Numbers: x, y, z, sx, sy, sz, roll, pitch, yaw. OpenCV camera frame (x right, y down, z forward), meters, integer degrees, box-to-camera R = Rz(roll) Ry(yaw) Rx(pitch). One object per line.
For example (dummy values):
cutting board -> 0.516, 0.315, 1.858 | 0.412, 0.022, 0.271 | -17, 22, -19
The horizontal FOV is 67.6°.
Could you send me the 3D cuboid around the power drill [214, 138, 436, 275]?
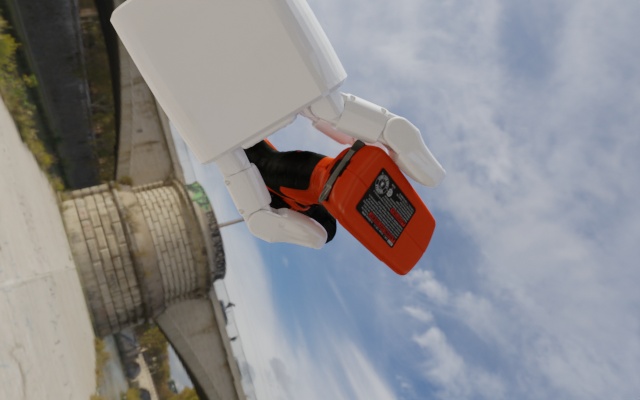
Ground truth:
power drill -> 0.000, 0.001, 0.406 | 0.187, 0.057, 0.184 | 16, -21, 48
